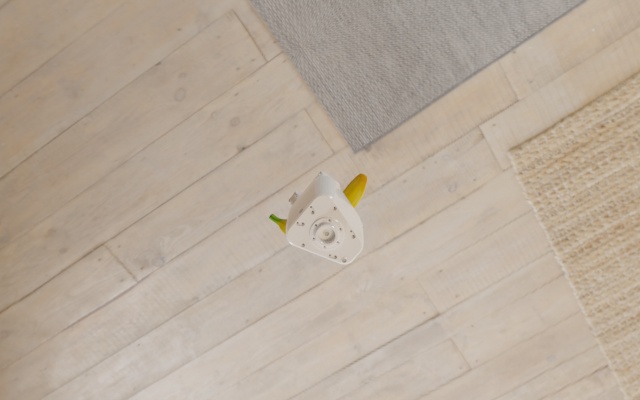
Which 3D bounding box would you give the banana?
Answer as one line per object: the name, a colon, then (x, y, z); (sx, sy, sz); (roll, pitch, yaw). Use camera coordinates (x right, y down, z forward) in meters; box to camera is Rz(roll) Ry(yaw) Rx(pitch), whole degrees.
banana: (0.005, 0.021, 0.868); (0.198, 0.069, 0.037); (-24, 10, 9)
